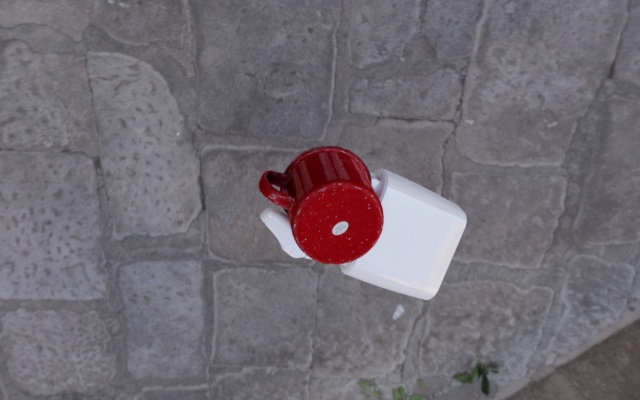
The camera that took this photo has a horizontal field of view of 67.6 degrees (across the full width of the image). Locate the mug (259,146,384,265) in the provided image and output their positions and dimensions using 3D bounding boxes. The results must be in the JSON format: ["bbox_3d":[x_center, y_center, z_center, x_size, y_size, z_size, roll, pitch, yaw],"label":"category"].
[{"bbox_3d":[-0.001,0.001,0.436,0.117,0.093,0.081,21,19,-16],"label":"mug"}]
